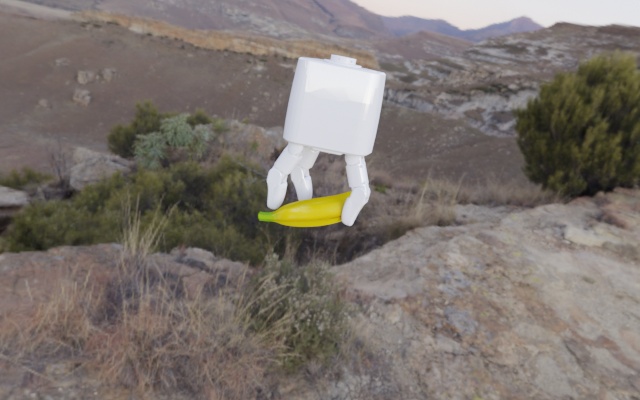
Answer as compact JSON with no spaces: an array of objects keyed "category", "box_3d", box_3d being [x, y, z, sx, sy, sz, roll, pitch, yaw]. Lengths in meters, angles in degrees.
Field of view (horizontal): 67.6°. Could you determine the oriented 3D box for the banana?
[{"category":"banana","box_3d":[0.010,0.008,0.678,0.198,0.037,0.069,-8,23,-43]}]
